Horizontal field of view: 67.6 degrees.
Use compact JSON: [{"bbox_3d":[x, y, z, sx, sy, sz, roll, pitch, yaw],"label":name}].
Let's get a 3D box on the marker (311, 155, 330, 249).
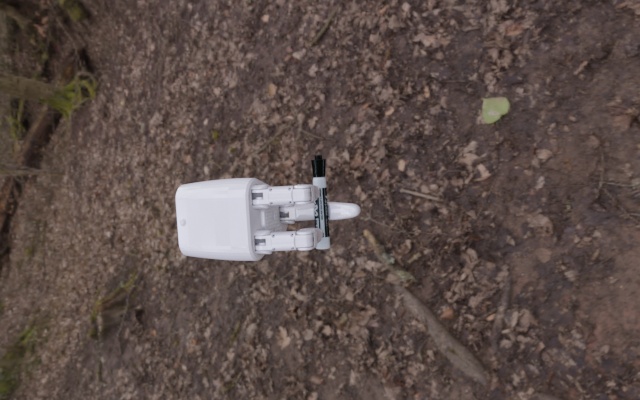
[{"bbox_3d":[0.000,0.002,0.618,0.020,0.121,0.020,-3,4,0],"label":"marker"}]
